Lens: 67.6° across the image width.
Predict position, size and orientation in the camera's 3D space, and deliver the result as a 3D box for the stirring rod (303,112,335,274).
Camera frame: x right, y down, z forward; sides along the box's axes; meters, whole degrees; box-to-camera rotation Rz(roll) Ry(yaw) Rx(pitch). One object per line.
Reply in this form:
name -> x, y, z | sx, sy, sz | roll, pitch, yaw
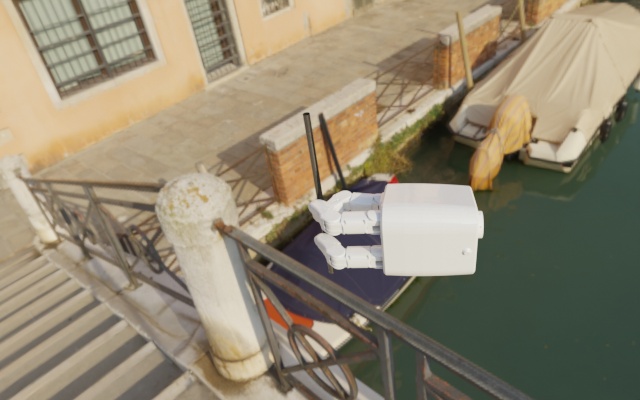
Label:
stirring rod -> 0.000, 0.002, 0.592 | 0.011, 0.240, 0.011 | -6, 36, 4
